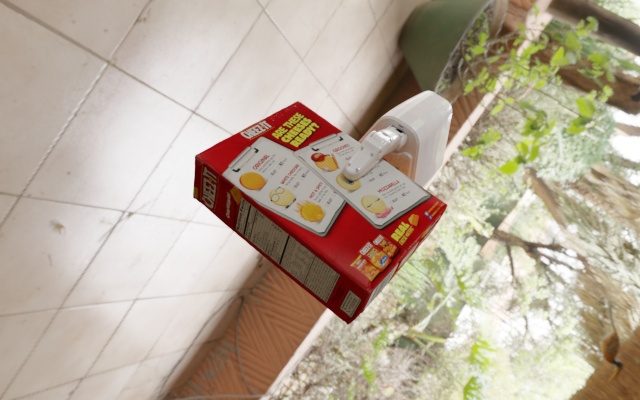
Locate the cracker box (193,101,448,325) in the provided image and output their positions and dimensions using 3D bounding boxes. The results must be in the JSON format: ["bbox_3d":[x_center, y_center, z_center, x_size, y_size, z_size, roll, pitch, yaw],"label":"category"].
[{"bbox_3d":[0.000,0.002,0.502,0.213,0.072,0.164,36,46,16],"label":"cracker box"}]
